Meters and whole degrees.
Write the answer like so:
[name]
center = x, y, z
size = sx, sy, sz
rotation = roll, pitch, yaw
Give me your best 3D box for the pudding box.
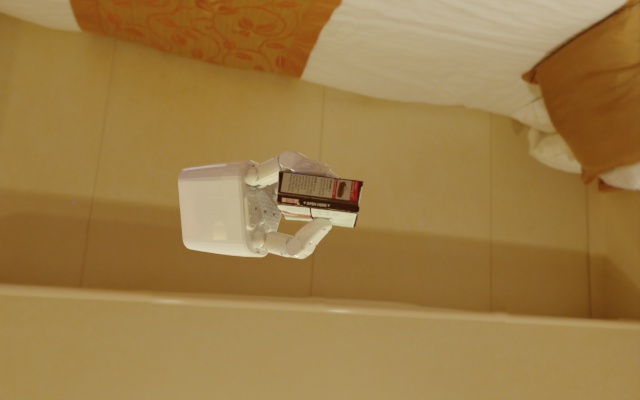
[pudding box]
center = 0.000, 0.002, 0.542
size = 0.090, 0.039, 0.113
rotation = 6, -9, 3
